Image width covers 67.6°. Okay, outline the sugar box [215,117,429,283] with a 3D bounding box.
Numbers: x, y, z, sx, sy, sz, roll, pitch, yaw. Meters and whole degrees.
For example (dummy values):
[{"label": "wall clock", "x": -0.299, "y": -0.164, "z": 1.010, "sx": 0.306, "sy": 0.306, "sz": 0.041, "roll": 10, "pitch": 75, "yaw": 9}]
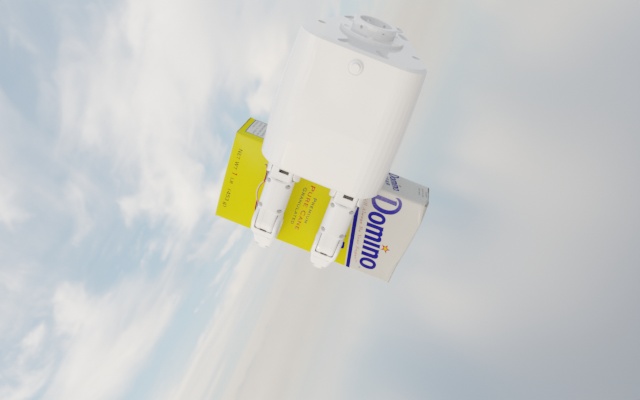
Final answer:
[{"label": "sugar box", "x": 0.000, "y": 0.002, "z": 0.438, "sx": 0.176, "sy": 0.093, "sz": 0.048, "roll": 22, "pitch": 31, "yaw": 2}]
